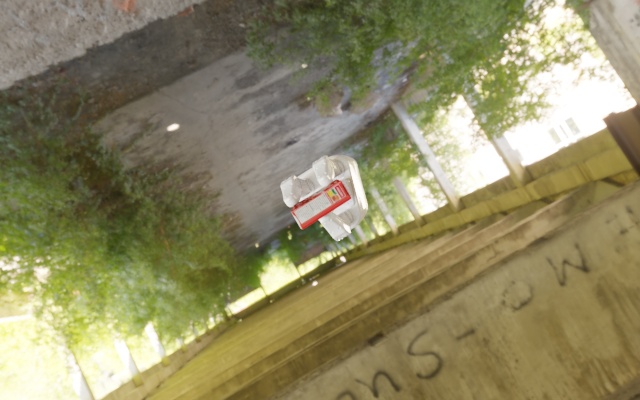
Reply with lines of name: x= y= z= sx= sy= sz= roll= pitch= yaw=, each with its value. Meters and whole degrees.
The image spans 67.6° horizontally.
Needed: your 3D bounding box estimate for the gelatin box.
gelatin box: x=0.000 y=0.002 z=0.625 sx=0.073 sy=0.030 sz=0.089 roll=-32 pitch=4 yaw=2
